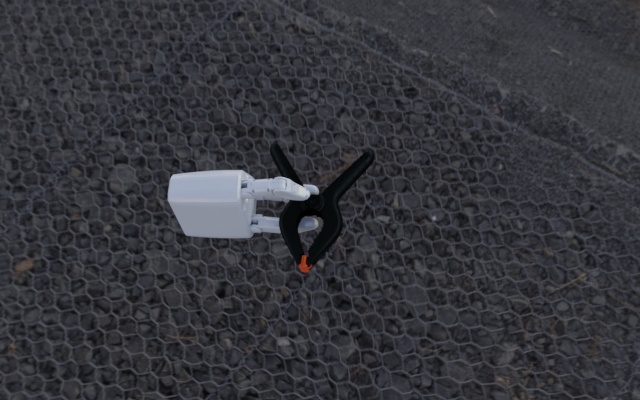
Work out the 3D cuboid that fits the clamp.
[{"bbox_3d":[0.000,0.003,0.715,0.164,0.210,0.036,-1,-24,6],"label":"clamp"}]
